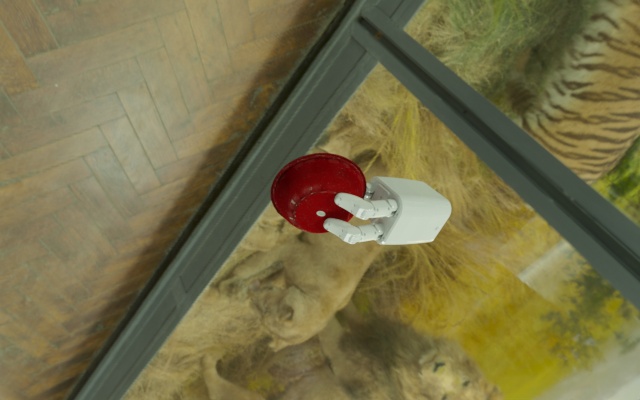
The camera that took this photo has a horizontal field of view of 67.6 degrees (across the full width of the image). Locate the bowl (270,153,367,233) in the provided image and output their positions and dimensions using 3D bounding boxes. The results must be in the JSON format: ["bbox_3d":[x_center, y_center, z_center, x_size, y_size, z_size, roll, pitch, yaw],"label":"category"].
[{"bbox_3d":[-0.001,0.003,0.778,0.162,0.162,0.055,0,42,-8],"label":"bowl"}]
